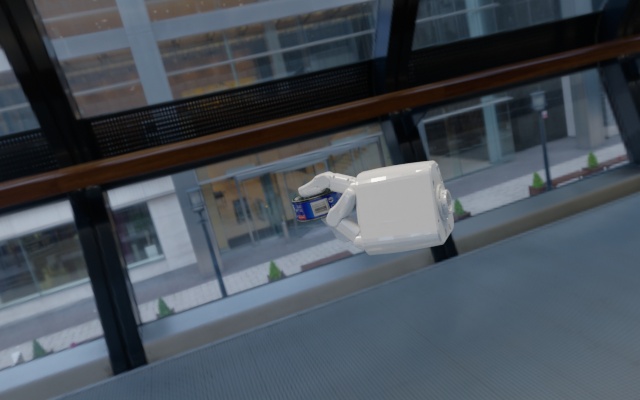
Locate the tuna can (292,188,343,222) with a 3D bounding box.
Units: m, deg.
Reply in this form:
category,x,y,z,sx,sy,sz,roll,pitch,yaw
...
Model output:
category,x,y,z,sx,sy,sz,roll,pitch,yaw
tuna can,0.000,0.002,0.734,0.086,0.034,0.086,-18,10,3
